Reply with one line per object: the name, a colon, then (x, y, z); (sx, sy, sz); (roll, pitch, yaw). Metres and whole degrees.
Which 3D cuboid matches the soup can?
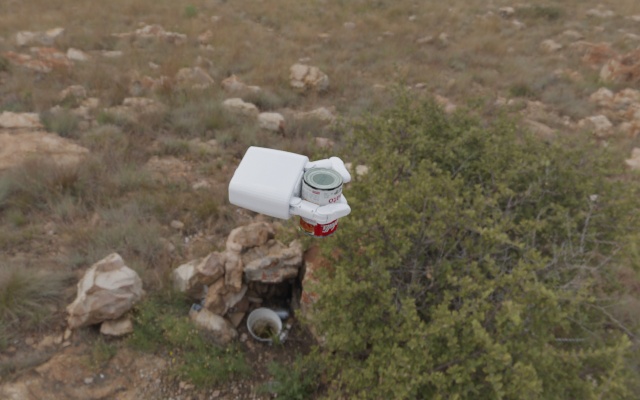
soup can: (0.001, 0.003, 0.809); (0.068, 0.102, 0.068); (4, 36, -3)
